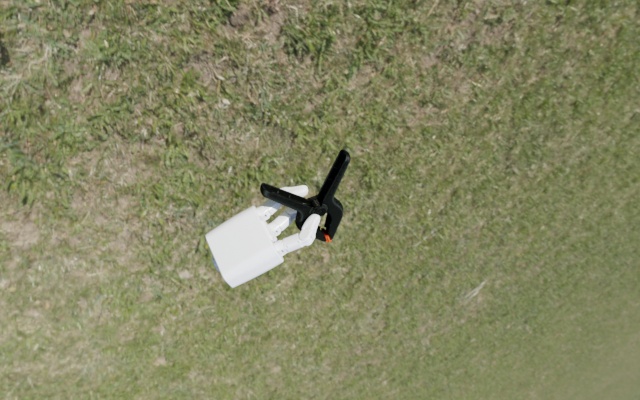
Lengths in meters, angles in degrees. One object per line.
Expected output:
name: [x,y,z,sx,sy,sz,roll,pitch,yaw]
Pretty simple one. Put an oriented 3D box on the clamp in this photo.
clamp: [0.000,0.004,0.878,0.164,0.036,0.210,-27,-41,1]
